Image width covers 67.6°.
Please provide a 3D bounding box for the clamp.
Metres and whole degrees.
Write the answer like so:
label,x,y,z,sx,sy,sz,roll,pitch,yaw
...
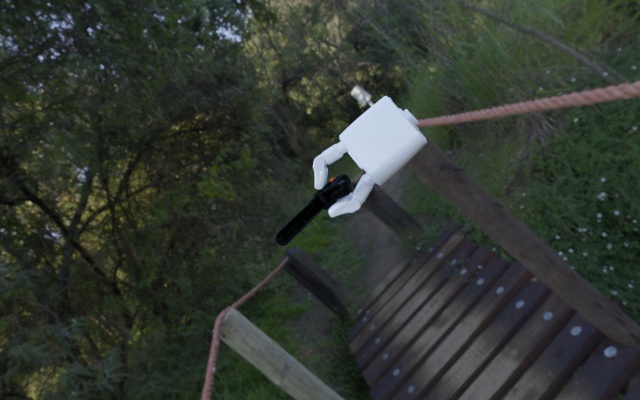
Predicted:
label,x,y,z,sx,sy,sz,roll,pitch,yaw
clamp,0.000,0.002,0.858,0.164,0.036,0.210,-39,5,16
